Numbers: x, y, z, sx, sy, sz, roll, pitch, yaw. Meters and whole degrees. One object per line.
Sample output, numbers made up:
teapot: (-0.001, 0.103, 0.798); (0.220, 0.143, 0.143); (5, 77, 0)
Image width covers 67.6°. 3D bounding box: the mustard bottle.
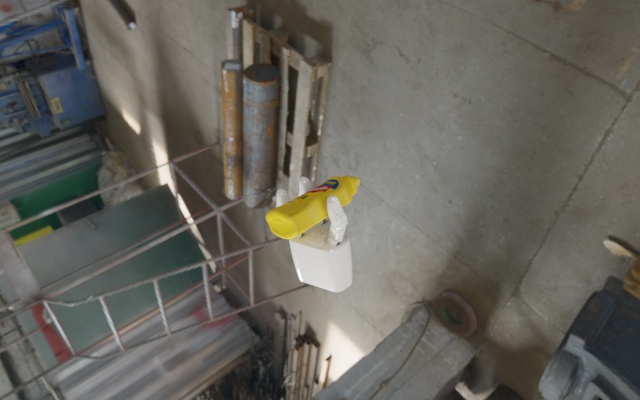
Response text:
mustard bottle: (0.000, 0.003, 0.873); (0.191, 0.058, 0.096); (-30, 14, -31)
